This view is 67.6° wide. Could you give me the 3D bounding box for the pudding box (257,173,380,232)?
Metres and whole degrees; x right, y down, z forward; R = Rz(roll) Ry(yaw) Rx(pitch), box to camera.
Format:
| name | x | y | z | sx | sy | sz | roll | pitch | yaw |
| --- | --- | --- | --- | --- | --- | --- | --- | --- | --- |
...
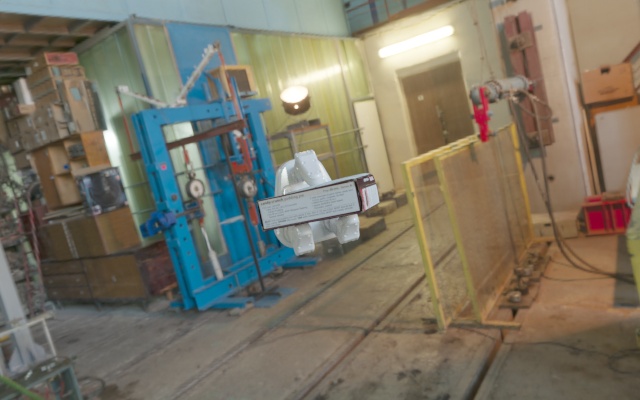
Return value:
| name | x | y | z | sx | sy | sz | roll | pitch | yaw |
| --- | --- | --- | --- | --- | --- | --- | --- | --- | --- |
| pudding box | 0.000 | 0.002 | 0.520 | 0.113 | 0.039 | 0.090 | -14 | 3 | 19 |
